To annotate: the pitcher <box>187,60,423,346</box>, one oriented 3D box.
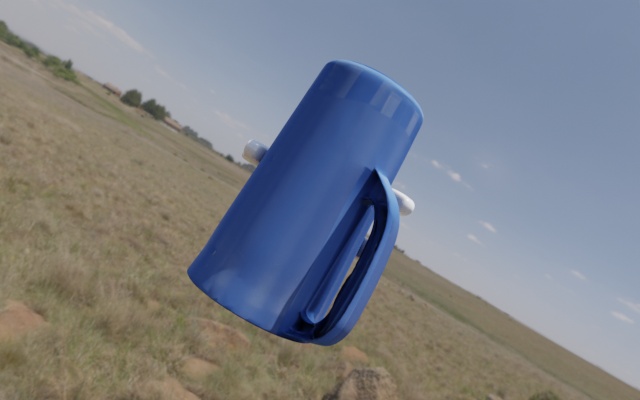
[{"bbox_3d":[0.000,0.001,0.441,0.149,0.243,0.145,30,-2,2],"label":"pitcher"}]
